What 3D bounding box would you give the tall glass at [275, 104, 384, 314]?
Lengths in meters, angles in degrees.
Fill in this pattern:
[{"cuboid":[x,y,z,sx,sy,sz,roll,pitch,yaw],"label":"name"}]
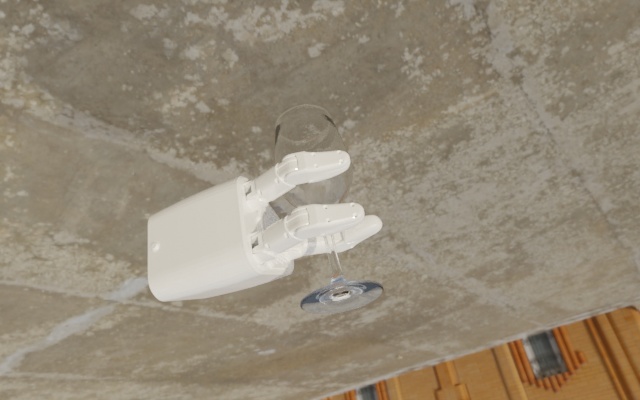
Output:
[{"cuboid":[0.000,0.002,0.464,0.079,0.201,0.079,-9,-30,-5],"label":"tall glass"}]
